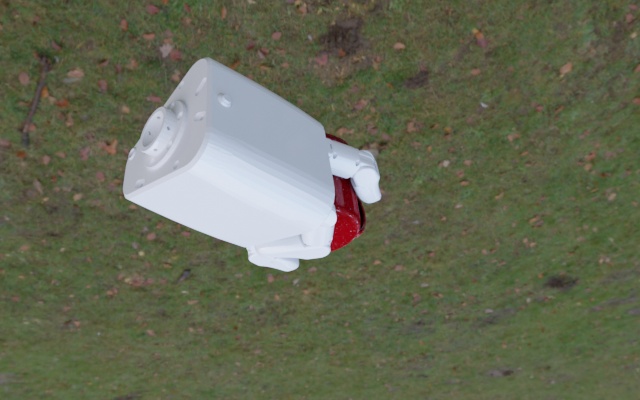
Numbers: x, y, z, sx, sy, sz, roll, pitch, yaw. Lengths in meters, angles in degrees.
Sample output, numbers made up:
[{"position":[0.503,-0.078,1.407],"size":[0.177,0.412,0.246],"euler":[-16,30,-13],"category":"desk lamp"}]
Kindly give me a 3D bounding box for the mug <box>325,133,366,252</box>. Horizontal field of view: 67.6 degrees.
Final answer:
[{"position":[0.001,0.002,0.452],"size":[0.093,0.081,0.117],"euler":[-33,-42,31],"category":"mug"}]
